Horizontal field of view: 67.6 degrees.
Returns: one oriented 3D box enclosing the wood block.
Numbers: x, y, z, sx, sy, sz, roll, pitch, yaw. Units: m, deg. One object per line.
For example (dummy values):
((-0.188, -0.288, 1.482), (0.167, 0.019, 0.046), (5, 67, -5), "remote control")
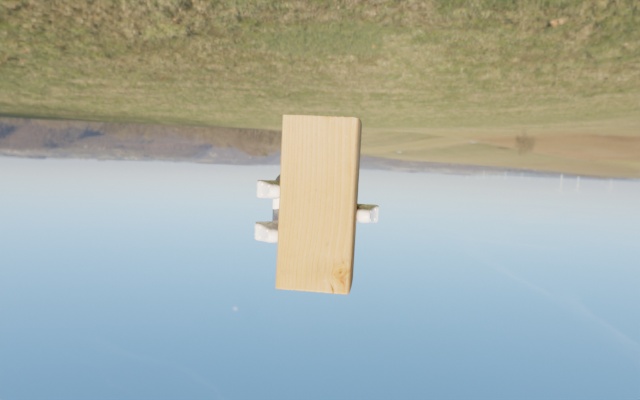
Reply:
((0.000, 0.002, 0.596), (0.091, 0.206, 0.090), (3, 5, 7), "wood block")
